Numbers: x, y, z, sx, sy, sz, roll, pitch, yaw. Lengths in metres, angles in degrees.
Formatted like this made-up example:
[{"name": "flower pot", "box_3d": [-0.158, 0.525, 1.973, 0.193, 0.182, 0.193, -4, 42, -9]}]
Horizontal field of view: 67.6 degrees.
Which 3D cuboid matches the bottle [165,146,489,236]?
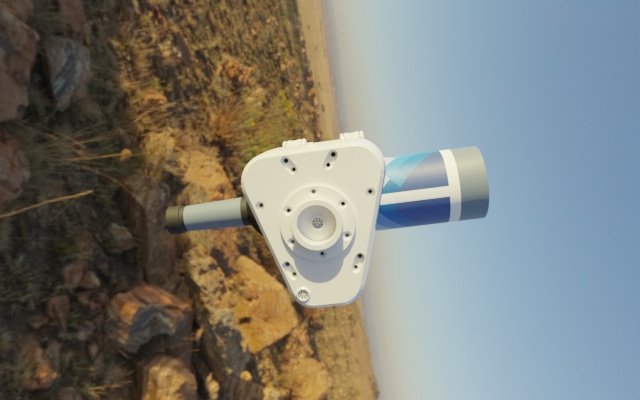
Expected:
[{"name": "bottle", "box_3d": [0.000, 0.001, 0.451, 0.296, 0.069, 0.069, -7, -1, 5]}]
